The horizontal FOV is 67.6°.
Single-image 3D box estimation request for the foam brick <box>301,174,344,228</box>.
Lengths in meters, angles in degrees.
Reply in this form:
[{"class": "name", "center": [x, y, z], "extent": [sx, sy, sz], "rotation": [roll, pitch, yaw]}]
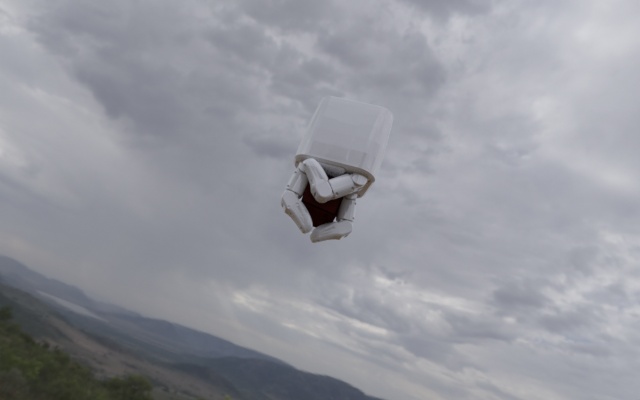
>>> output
[{"class": "foam brick", "center": [0.000, 0.002, 0.666], "extent": [0.053, 0.051, 0.078], "rotation": [22, -22, -2]}]
